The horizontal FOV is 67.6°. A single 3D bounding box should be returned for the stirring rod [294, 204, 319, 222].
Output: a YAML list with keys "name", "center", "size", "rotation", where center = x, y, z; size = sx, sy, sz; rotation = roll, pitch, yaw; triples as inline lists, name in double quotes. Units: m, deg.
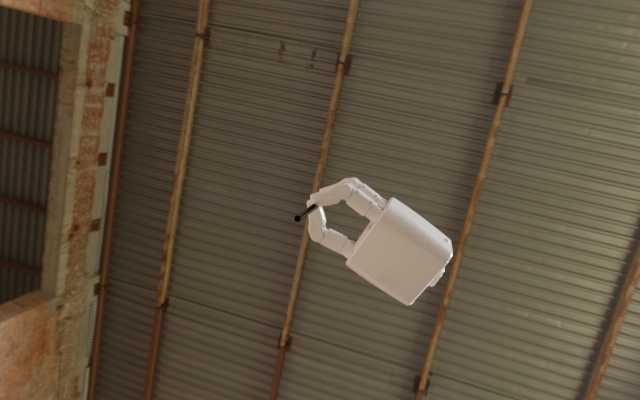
- name: "stirring rod"
  center: [0.000, 0.002, 0.677]
  size: [0.011, 0.011, 0.239]
  rotation: [0, 9, 13]
